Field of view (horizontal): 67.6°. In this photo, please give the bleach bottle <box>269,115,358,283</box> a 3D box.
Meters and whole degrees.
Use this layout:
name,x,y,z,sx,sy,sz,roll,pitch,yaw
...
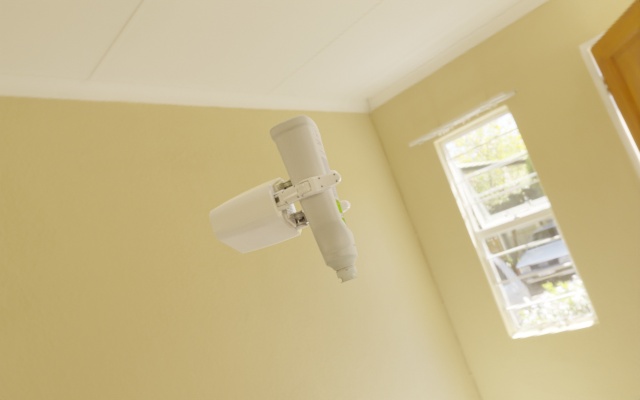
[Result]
name,x,y,z,sx,sy,sz,roll,pitch,yaw
bleach bottle,0.000,0.002,0.728,0.068,0.250,0.102,-21,-10,11
